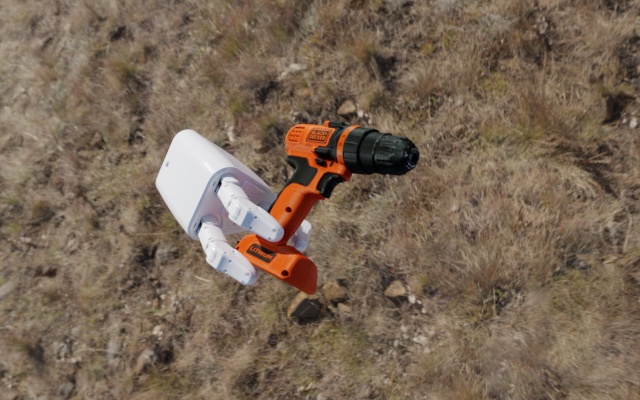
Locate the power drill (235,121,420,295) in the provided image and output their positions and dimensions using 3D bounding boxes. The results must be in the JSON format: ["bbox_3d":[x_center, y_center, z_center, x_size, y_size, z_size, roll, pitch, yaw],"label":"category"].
[{"bbox_3d":[0.000,0.002,0.515,0.184,0.187,0.057,14,-19,48],"label":"power drill"}]
